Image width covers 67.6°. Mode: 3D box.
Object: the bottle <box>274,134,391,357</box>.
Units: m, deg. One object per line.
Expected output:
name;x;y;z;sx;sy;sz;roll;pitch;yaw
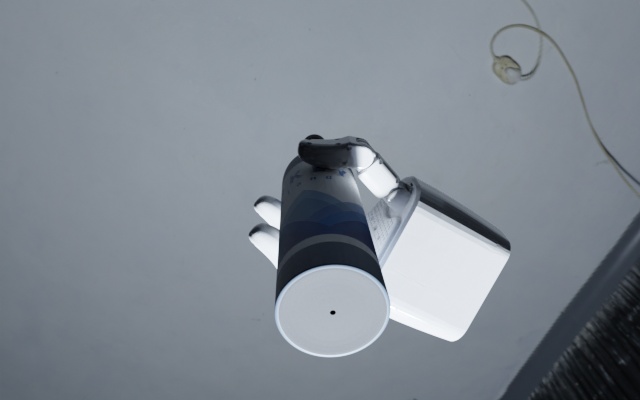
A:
bottle;0.000;0.001;0.403;0.069;0.069;0.295;0;25;-3
